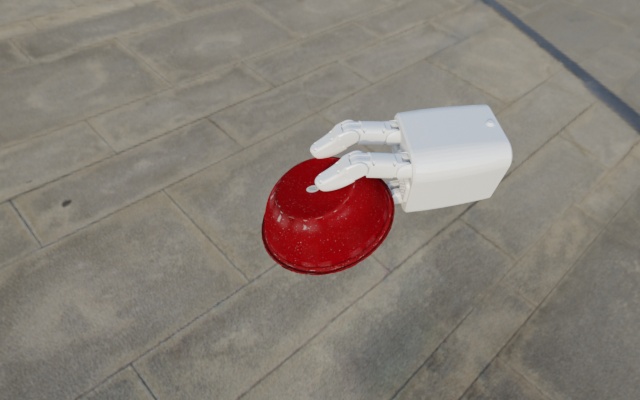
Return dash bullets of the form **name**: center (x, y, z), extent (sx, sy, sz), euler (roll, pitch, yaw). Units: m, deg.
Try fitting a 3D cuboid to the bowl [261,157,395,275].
- **bowl**: center (-0.001, 0.002, 0.541), extent (0.162, 0.162, 0.055), euler (0, -39, 20)
